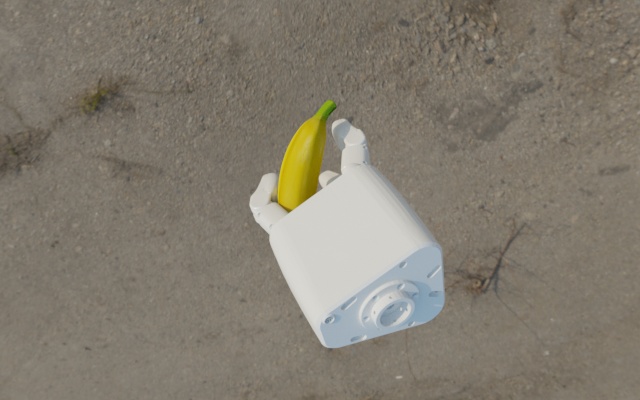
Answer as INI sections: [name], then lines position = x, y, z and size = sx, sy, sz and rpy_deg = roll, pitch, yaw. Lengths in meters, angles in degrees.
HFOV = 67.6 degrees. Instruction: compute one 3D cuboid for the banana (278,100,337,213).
[banana]
position = -0.013, 0.004, 0.475
size = 0.069, 0.198, 0.037
rpy_deg = -21, 40, -38
